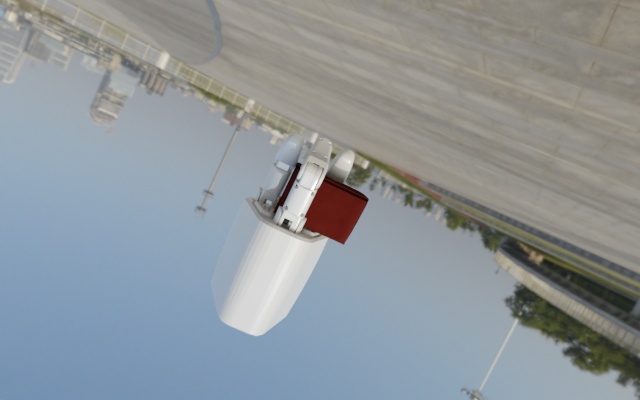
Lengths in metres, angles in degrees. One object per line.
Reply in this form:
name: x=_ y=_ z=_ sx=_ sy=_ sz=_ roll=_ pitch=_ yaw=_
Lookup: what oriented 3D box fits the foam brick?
foam brick: x=0.000 y=0.002 z=0.480 sx=0.078 sy=0.051 sz=0.053 roll=25 pitch=6 yaw=-5
